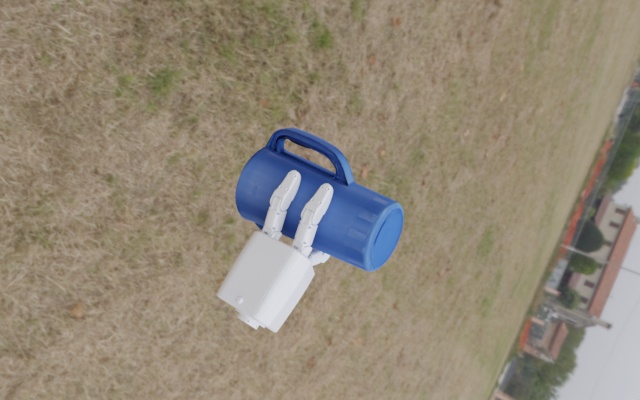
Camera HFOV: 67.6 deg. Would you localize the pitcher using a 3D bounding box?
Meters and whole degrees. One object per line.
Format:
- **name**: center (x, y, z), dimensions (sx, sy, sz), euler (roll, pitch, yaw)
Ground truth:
- **pitcher**: center (0.000, 0.003, 0.727), dimensions (0.243, 0.145, 0.149), euler (23, -20, 28)
